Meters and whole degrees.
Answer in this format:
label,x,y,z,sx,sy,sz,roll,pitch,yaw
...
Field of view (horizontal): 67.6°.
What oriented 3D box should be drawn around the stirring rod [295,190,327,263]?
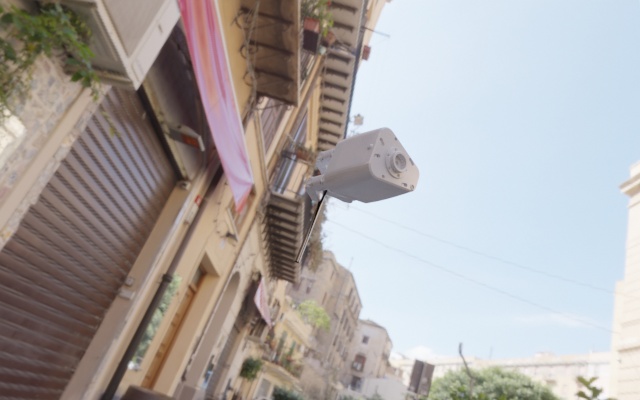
label,x,y,z,sx,sy,sz,roll,pitch,yaw
stirring rod,0.000,0.003,0.859,0.011,0.239,0.011,17,-25,9
